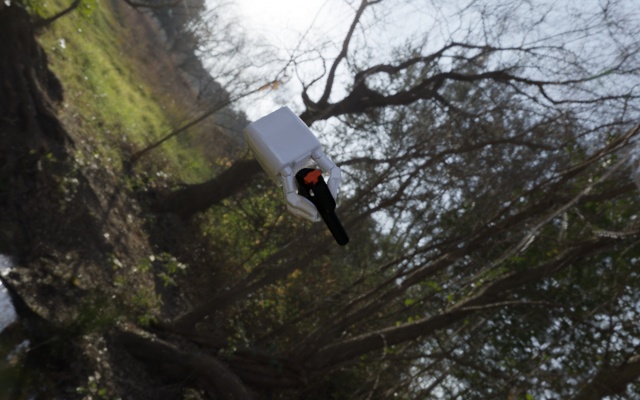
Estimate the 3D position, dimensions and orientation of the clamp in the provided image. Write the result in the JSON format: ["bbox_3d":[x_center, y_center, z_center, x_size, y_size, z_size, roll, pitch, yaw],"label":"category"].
[{"bbox_3d":[0.001,0.002,0.866,0.036,0.164,0.210,-39,-11,-10],"label":"clamp"}]
